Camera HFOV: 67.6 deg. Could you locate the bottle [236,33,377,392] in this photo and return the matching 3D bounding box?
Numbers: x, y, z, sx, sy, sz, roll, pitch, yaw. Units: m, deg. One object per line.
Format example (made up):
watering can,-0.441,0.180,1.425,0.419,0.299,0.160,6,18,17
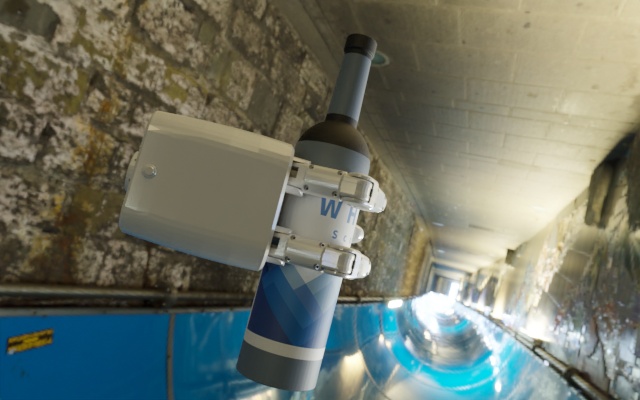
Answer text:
bottle,0.000,0.002,0.403,0.069,0.295,0.069,14,-6,2
